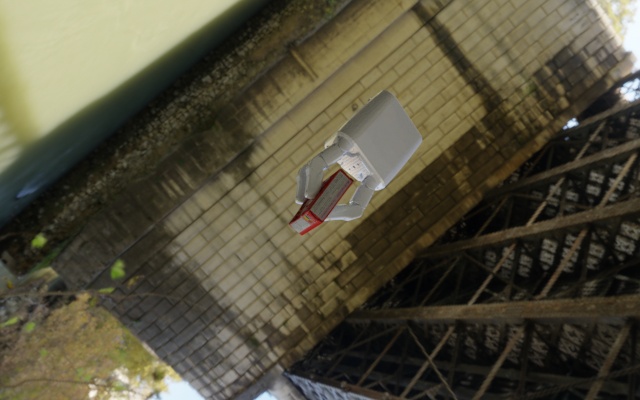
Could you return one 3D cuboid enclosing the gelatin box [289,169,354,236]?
[{"bbox_3d":[0.000,0.003,0.688,0.030,0.089,0.073,41,-30,-8],"label":"gelatin box"}]
